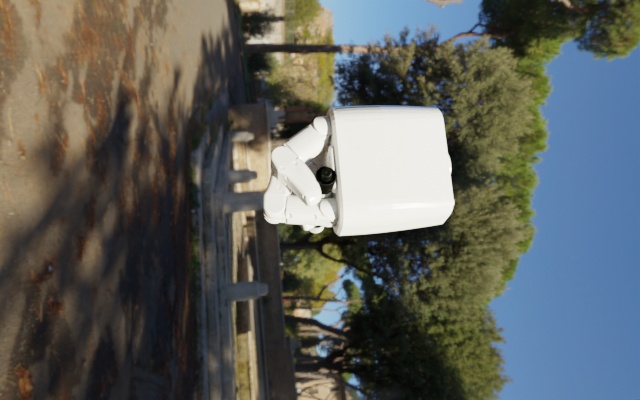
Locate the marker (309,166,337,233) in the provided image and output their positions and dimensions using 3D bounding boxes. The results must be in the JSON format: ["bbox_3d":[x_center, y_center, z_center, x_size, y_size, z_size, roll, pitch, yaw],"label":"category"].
[{"bbox_3d":[0.000,0.002,0.458,0.020,0.020,0.121,0,-25,-6],"label":"marker"}]
